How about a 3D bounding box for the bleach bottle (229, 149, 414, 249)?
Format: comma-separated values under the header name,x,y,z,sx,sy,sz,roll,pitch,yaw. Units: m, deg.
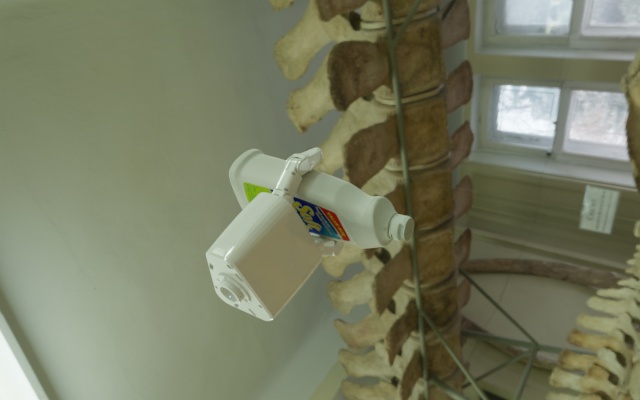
name,x,y,z,sx,sy,sz,roll,pitch,yaw
bleach bottle,0.000,0.002,0.622,0.251,0.103,0.068,14,46,33
